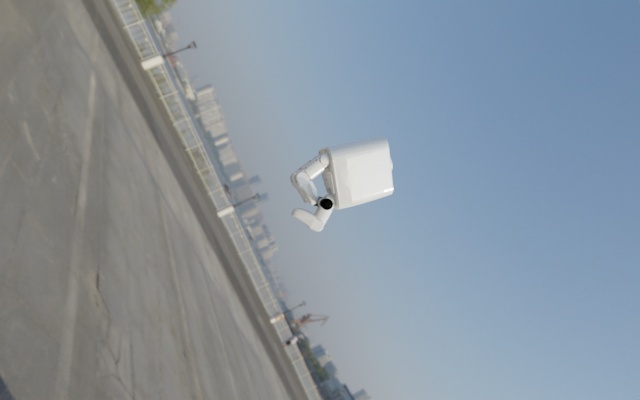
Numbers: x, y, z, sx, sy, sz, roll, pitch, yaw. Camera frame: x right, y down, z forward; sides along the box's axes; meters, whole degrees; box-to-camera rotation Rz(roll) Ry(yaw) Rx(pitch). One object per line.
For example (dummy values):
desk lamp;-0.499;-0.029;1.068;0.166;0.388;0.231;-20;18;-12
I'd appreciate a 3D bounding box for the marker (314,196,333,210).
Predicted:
marker;0.000;0.003;0.812;0.020;0.020;0.121;0;3;-12
